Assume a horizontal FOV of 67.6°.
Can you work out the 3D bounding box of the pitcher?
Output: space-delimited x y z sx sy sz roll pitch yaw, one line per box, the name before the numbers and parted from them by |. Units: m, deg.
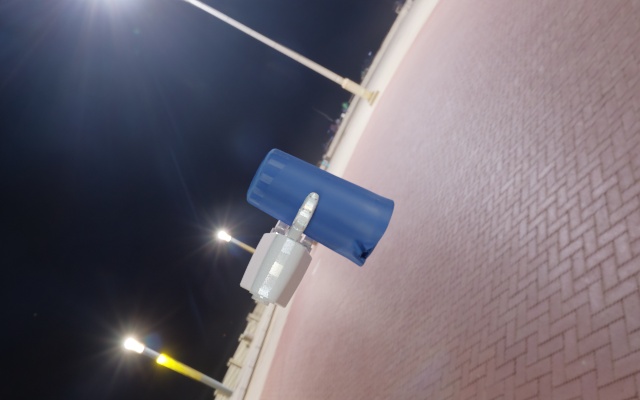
pitcher | 0.000 0.003 0.858 0.243 0.145 0.149 27 -13 -3
